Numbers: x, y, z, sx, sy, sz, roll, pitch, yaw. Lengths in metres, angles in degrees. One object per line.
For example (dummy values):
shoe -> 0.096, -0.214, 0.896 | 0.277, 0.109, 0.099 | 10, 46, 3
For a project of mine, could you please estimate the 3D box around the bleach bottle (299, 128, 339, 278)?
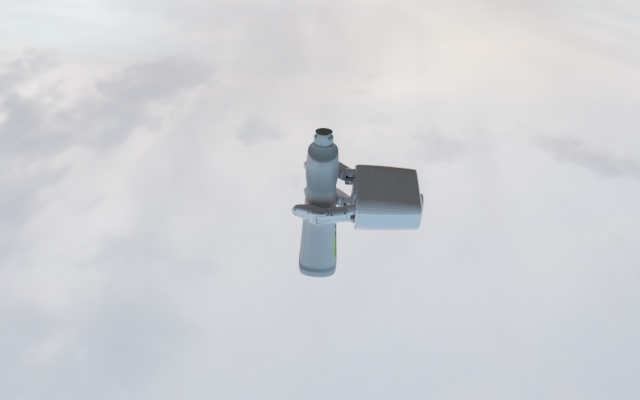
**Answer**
bleach bottle -> 0.000, 0.003, 0.802 | 0.068, 0.251, 0.102 | 3, 33, 0
